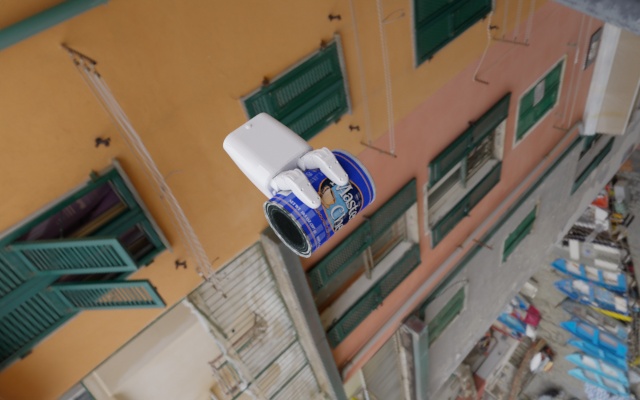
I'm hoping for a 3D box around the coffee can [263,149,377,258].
[{"bbox_3d":[0.000,0.002,0.719,0.140,0.103,0.103,-39,18,-24],"label":"coffee can"}]
